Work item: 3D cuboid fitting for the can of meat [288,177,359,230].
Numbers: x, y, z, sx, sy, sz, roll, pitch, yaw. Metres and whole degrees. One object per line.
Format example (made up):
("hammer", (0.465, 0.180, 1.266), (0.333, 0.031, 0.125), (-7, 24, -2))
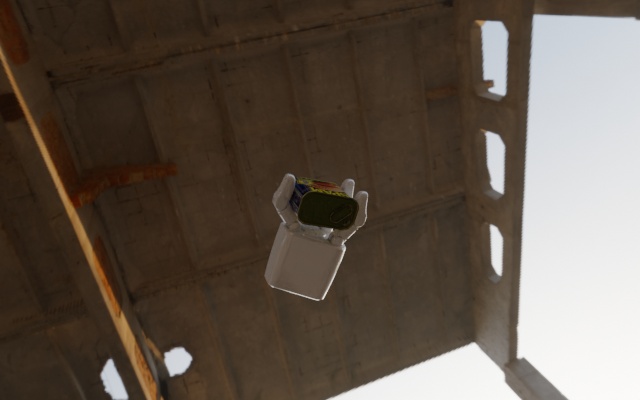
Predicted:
("can of meat", (0.000, 0.002, 0.792), (0.102, 0.057, 0.084), (10, 17, -24))
